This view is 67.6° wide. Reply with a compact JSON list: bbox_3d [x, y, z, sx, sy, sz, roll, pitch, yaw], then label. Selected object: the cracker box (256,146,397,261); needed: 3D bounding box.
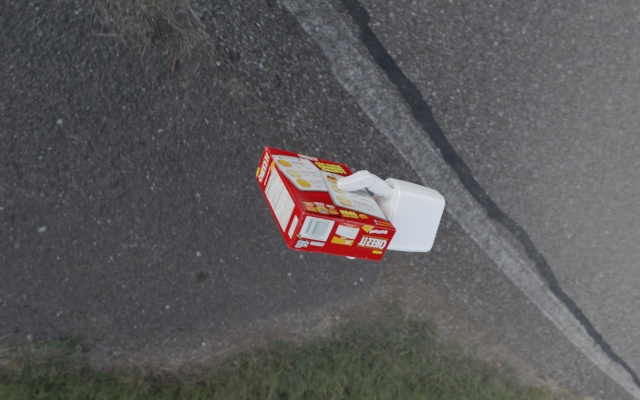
[{"bbox_3d":[0.000,0.002,0.774,0.164,0.072,0.213,11,26,-28],"label":"cracker box"}]
